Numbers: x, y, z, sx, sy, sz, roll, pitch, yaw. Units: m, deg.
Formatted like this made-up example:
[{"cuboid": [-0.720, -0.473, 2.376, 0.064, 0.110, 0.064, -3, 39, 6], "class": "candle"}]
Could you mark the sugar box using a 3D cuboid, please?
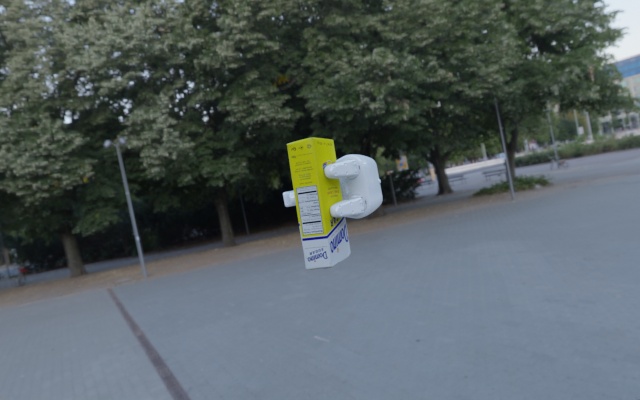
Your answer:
[{"cuboid": [0.001, 0.002, 0.678, 0.048, 0.176, 0.093, -11, 2, 21], "class": "sugar box"}]
